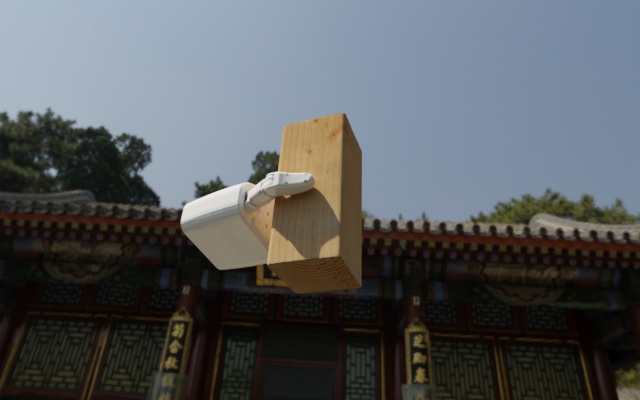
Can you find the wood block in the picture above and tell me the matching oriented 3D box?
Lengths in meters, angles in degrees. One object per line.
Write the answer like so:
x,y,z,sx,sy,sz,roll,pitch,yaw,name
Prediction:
0.000,0.002,0.608,0.090,0.206,0.091,-9,-34,18,wood block
